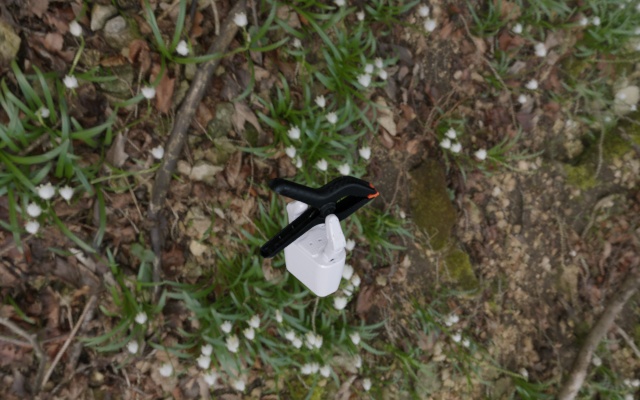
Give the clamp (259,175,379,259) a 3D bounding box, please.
[{"bbox_3d":[0.001,0.003,0.742,0.210,0.036,0.165,-21,-35,-21],"label":"clamp"}]
